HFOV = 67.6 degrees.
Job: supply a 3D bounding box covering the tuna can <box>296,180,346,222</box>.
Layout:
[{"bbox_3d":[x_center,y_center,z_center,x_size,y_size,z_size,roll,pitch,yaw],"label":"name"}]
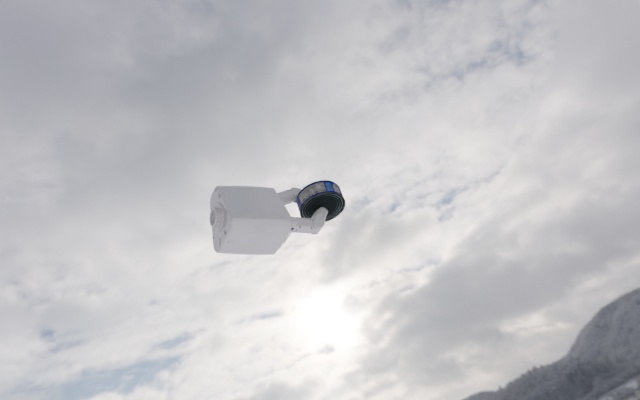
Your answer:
[{"bbox_3d":[0.000,0.002,0.870,0.086,0.033,0.086,-12,-38,-10],"label":"tuna can"}]
